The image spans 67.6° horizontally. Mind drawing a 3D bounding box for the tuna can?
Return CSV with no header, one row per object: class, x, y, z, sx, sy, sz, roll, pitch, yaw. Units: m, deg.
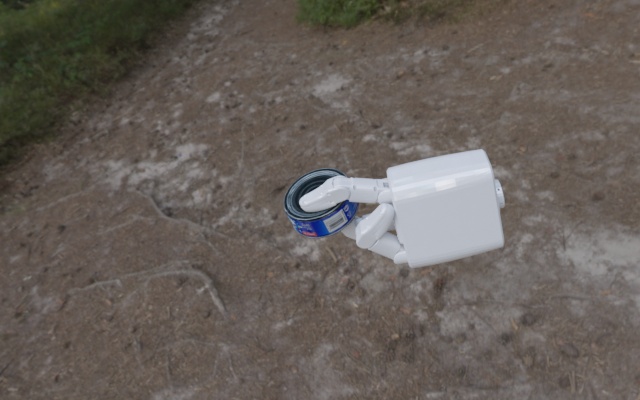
tuna can,0.000,0.001,0.567,0.086,0.086,0.034,0,-42,27
